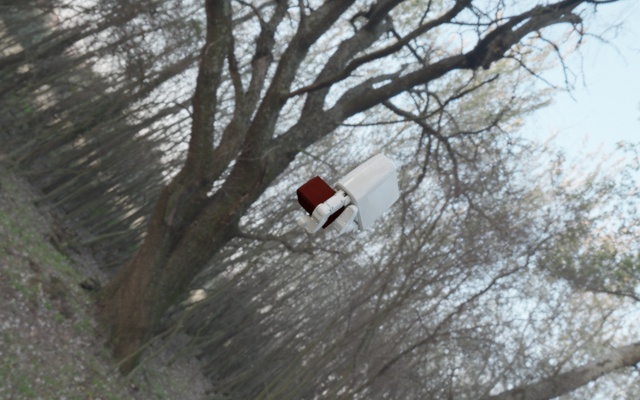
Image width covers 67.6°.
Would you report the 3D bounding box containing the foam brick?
[{"bbox_3d":[0.000,0.003,0.886,0.051,0.078,0.053,-38,-22,-17],"label":"foam brick"}]
